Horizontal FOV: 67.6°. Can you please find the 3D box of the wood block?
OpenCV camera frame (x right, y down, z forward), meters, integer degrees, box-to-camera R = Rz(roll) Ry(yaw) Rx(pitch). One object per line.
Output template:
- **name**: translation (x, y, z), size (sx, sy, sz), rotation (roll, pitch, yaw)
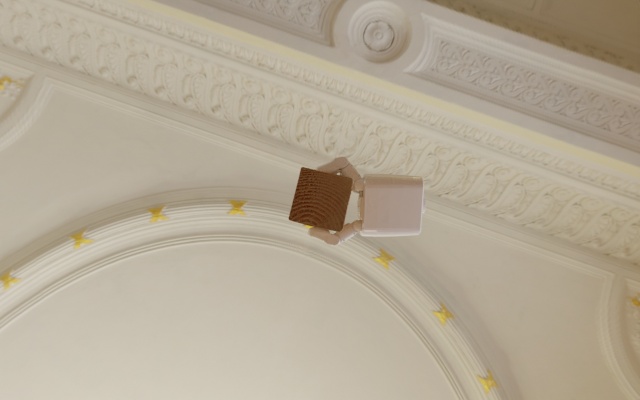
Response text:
- **wood block**: translation (0.000, 0.003, 0.859), size (0.090, 0.091, 0.206), rotation (13, -3, 0)
